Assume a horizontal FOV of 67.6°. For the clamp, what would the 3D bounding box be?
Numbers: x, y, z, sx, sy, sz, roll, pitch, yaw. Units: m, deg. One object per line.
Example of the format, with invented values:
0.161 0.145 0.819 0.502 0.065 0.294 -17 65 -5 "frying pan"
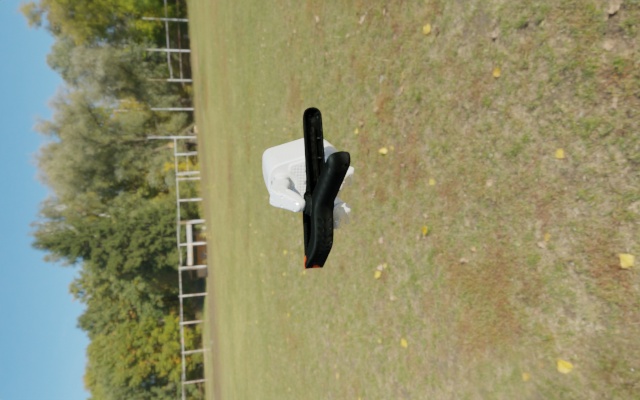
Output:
-0.001 0.002 0.599 0.036 0.210 0.164 -2 22 -12 "clamp"
